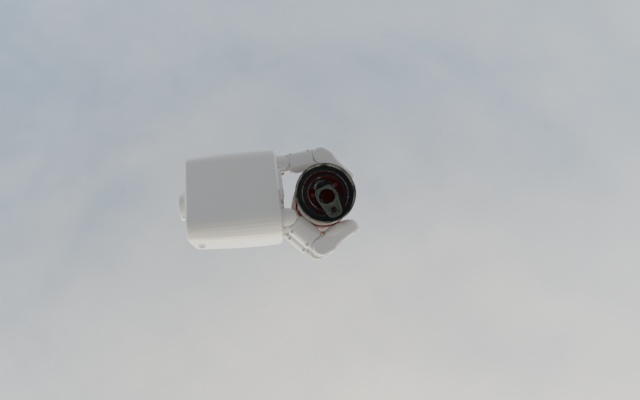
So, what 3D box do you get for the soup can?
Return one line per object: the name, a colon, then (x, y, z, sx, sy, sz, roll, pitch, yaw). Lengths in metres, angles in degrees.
soup can: (0.001, 0.002, 0.572, 0.068, 0.068, 0.102, 0, -12, -7)
